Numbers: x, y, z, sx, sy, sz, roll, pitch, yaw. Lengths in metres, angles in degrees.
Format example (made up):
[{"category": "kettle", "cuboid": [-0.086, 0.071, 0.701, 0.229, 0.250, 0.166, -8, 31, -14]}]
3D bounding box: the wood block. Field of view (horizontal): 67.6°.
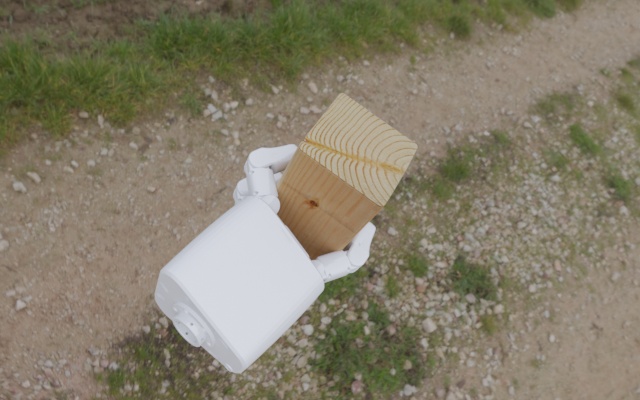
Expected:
[{"category": "wood block", "cuboid": [0.000, 0.002, 0.503, 0.091, 0.090, 0.206, 35, -36, -1]}]
